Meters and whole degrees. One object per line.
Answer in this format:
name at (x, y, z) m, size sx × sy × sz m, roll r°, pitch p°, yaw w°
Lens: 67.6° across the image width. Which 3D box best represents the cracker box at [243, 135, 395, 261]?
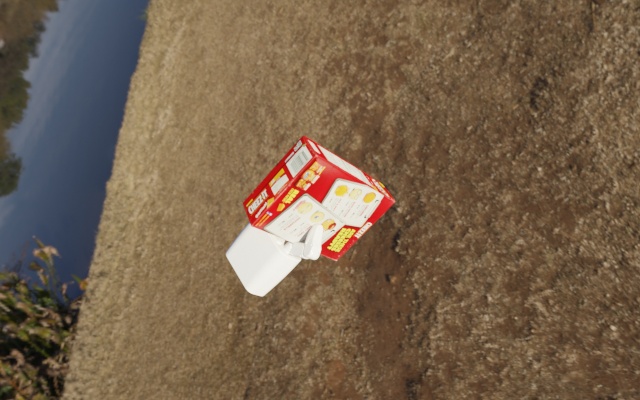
cracker box at (0.000, 0.003, 0.833) m, size 0.214 × 0.164 × 0.072 m, roll 26°, pitch 24°, yaw -42°
